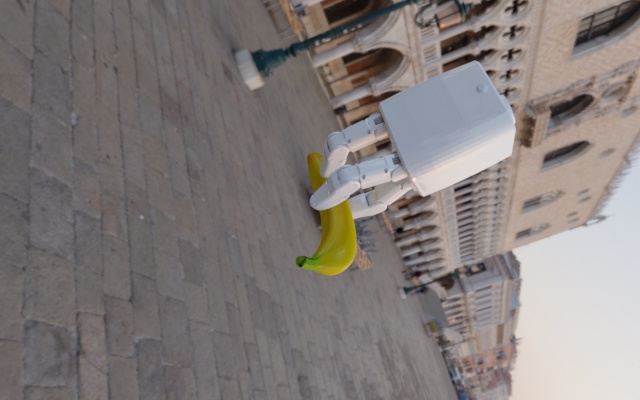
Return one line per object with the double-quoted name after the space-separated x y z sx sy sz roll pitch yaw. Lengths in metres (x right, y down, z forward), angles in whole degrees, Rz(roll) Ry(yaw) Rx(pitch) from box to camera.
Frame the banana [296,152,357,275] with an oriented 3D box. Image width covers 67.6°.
0.010 0.016 0.518 0.037 0.070 0.197 -28 30 19 "banana"
